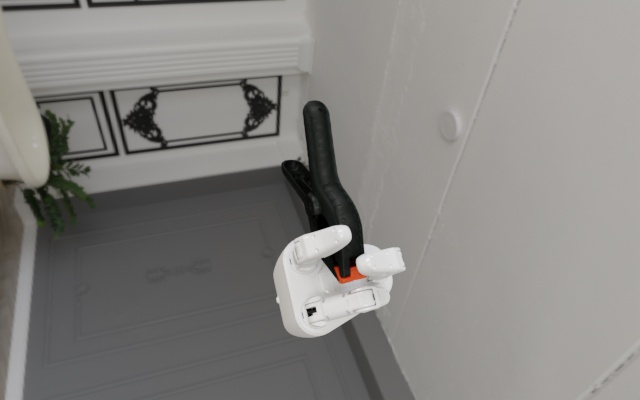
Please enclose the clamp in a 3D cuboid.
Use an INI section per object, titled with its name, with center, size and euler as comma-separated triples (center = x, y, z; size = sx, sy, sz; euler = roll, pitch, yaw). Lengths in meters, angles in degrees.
[clamp]
center = 0.001, 0.002, 0.477
size = 0.039, 0.171, 0.120
euler = -10, -15, -16
